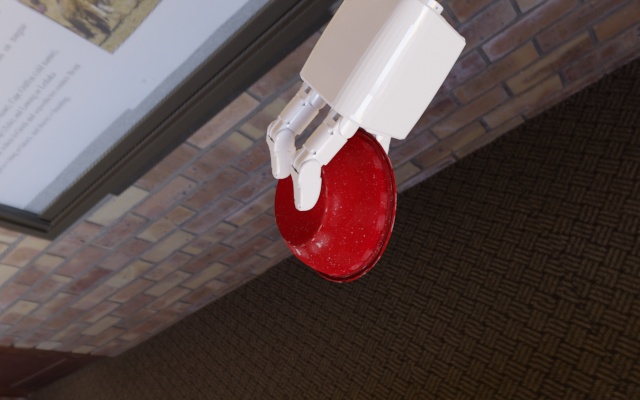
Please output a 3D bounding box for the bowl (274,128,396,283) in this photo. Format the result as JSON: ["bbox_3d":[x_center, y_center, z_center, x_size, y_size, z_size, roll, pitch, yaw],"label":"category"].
[{"bbox_3d":[-0.001,0.003,0.483,0.055,0.162,0.162,5,-3,-37],"label":"bowl"}]
